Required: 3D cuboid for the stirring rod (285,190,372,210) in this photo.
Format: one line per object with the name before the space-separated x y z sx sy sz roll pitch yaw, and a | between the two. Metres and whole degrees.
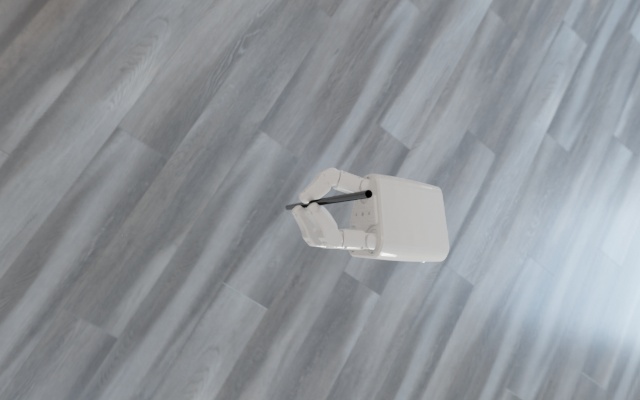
stirring rod | 0.000 0.002 0.566 0.011 0.011 0.239 0 -4 -22
